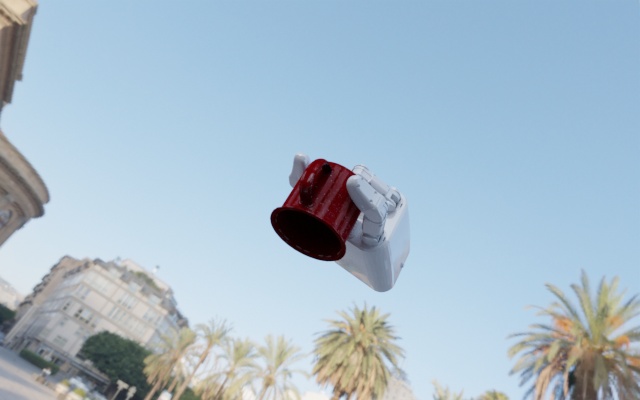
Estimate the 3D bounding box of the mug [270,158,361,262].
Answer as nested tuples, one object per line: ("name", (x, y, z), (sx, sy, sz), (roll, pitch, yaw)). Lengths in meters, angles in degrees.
("mug", (0.000, 0.001, 0.534), (0.093, 0.081, 0.117), (14, -36, 24))
